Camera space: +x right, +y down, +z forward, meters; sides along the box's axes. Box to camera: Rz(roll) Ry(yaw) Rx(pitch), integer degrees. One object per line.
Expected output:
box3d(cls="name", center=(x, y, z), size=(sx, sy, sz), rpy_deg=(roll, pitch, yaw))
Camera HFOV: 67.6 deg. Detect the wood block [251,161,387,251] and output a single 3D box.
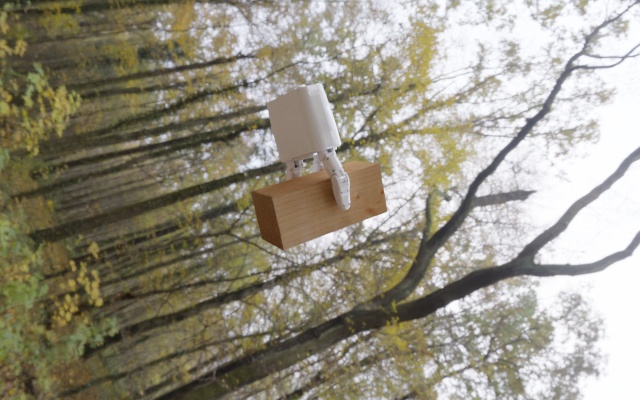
box3d(cls="wood block", center=(0.000, 0.002, 0.813), size=(0.206, 0.090, 0.091), rpy_deg=(-18, 16, -26))
